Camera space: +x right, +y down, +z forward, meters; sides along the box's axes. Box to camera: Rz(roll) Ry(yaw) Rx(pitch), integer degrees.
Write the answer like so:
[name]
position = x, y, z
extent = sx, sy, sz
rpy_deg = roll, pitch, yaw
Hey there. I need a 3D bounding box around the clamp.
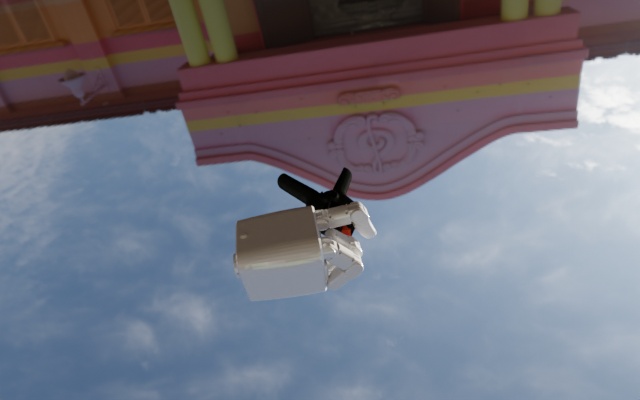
[clamp]
position = 0.000, 0.003, 0.705
extent = 0.120, 0.039, 0.171
rpy_deg = -6, 33, -5
